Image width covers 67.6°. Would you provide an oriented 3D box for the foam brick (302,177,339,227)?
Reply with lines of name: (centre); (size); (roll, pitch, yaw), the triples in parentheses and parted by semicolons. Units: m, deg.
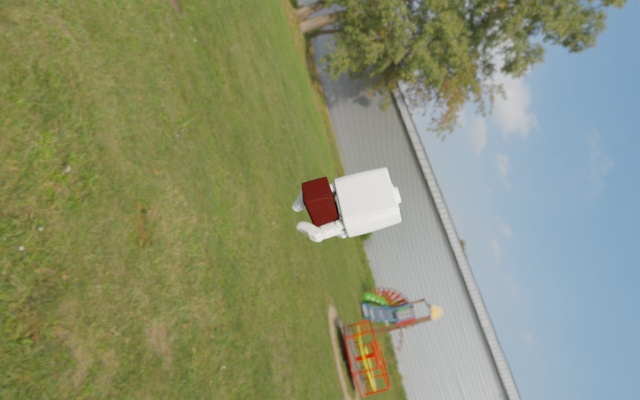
foam brick: (0.000, 0.003, 0.900); (0.051, 0.053, 0.078); (-15, -43, 7)
